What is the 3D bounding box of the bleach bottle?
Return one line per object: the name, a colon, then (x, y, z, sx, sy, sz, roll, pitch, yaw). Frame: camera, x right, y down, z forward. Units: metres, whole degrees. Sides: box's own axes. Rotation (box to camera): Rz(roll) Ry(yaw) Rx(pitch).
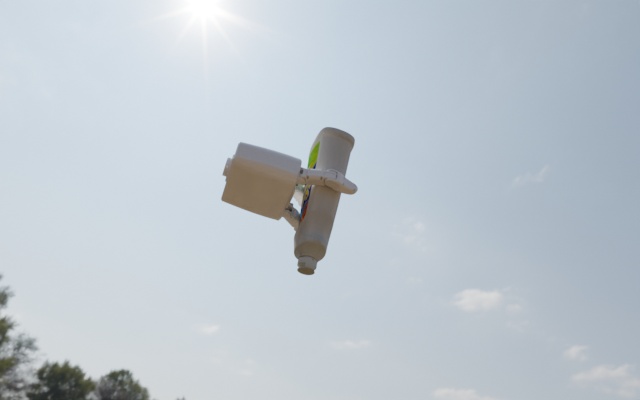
bleach bottle: (0.000, 0.003, 0.802, 0.068, 0.250, 0.103, 19, -34, -12)
